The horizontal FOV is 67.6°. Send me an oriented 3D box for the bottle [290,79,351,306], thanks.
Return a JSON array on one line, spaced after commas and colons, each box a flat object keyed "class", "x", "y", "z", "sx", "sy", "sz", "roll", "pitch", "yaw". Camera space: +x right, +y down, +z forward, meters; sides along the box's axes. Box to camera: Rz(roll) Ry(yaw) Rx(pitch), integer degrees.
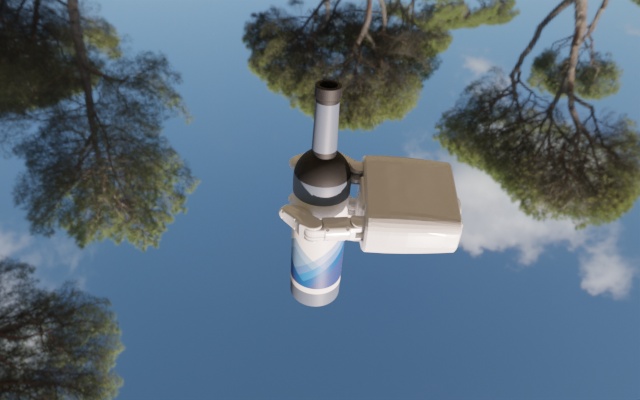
[{"class": "bottle", "x": 0.000, "y": 0.002, "z": 0.566, "sx": 0.069, "sy": 0.296, "sz": 0.069, "roll": 3, "pitch": 37, "yaw": -2}]
